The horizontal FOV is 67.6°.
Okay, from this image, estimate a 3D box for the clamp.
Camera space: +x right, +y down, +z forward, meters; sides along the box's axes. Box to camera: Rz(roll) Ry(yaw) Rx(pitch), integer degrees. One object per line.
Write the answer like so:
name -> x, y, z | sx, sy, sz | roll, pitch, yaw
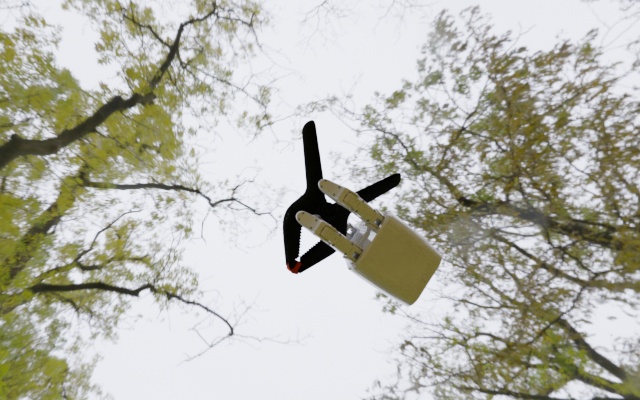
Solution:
clamp -> 0.000, 0.003, 0.679 | 0.164, 0.210, 0.036 | 36, -8, -12
